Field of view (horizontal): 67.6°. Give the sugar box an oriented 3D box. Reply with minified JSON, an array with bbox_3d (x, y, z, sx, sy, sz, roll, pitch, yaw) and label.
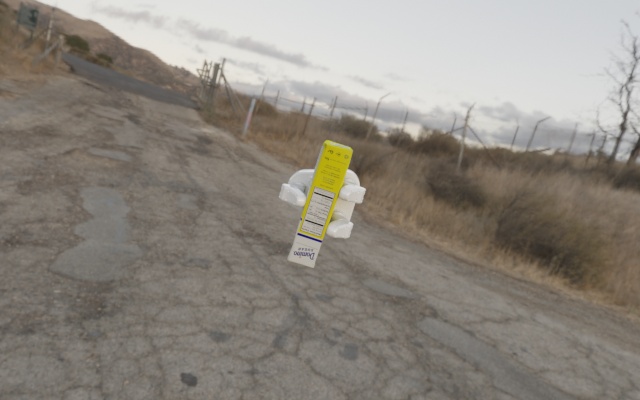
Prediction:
[{"bbox_3d":[0.001,0.002,0.699,0.048,0.176,0.093,16,9,0],"label":"sugar box"}]
